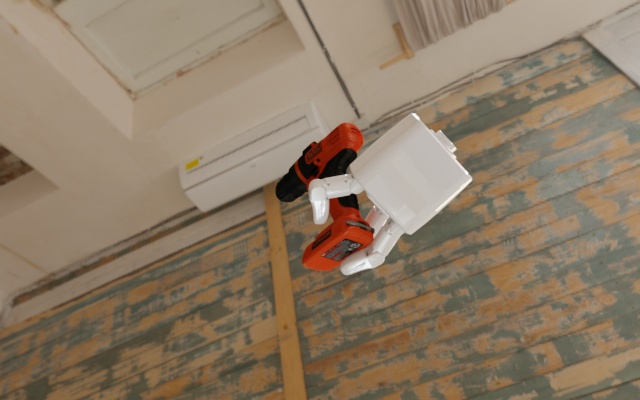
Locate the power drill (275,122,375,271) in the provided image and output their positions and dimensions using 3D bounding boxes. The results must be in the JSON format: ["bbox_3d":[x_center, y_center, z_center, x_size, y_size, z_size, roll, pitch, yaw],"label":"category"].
[{"bbox_3d":[0.000,0.003,0.692,0.057,0.187,0.184,17,-42,-36],"label":"power drill"}]
